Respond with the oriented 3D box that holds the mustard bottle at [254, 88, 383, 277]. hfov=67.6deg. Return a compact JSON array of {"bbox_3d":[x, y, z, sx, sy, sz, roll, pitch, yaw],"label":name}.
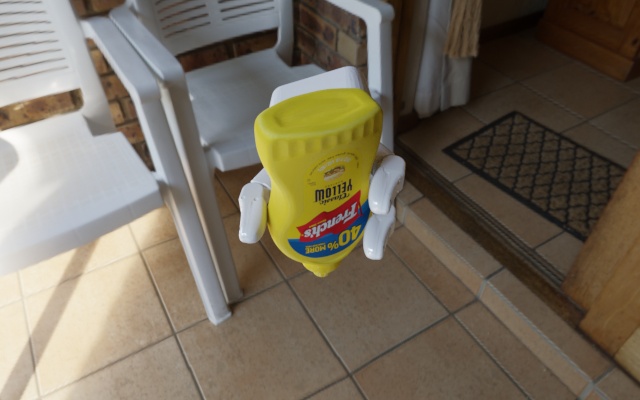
[{"bbox_3d":[0.000,0.001,0.416,0.096,0.192,0.058,-19,47,-18],"label":"mustard bottle"}]
